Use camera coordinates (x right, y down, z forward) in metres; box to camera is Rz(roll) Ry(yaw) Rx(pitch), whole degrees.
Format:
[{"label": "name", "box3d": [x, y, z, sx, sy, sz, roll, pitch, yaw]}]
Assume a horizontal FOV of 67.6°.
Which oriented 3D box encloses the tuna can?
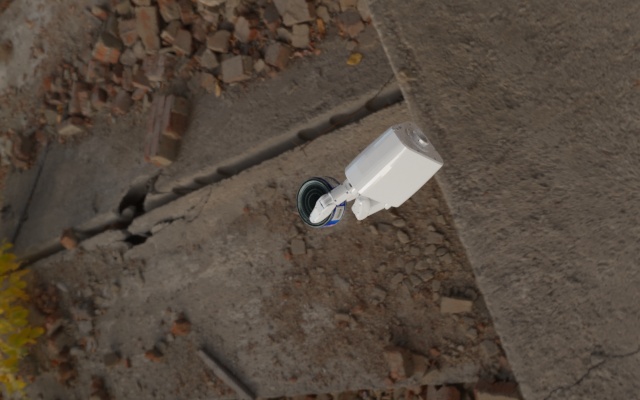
[{"label": "tuna can", "box3d": [0.000, 0.003, 0.802, 0.086, 0.086, 0.034, 0, 4, 40]}]
